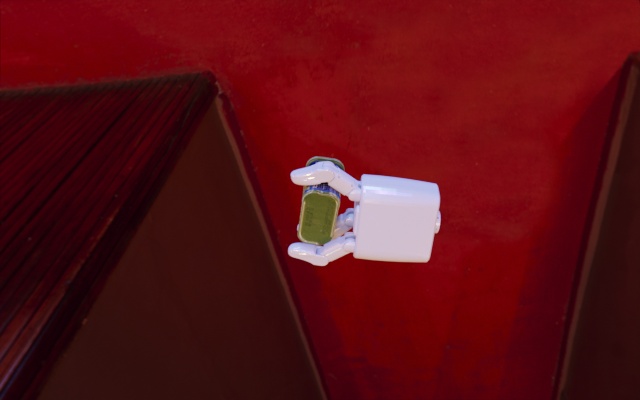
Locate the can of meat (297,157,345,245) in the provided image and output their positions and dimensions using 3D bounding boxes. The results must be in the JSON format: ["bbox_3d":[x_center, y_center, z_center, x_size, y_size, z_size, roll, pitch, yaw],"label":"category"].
[{"bbox_3d":[0.000,0.002,0.692,0.057,0.102,0.084,8,38,-1],"label":"can of meat"}]
